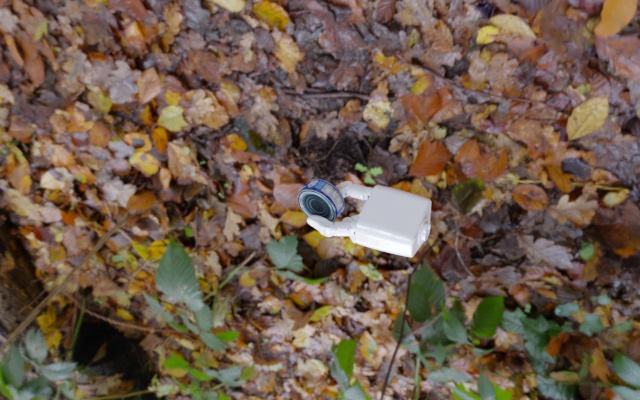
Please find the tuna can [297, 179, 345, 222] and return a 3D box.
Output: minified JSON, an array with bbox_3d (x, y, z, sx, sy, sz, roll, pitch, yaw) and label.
[{"bbox_3d":[0.000,0.003,0.890,0.086,0.086,0.033,0,37,39],"label":"tuna can"}]
